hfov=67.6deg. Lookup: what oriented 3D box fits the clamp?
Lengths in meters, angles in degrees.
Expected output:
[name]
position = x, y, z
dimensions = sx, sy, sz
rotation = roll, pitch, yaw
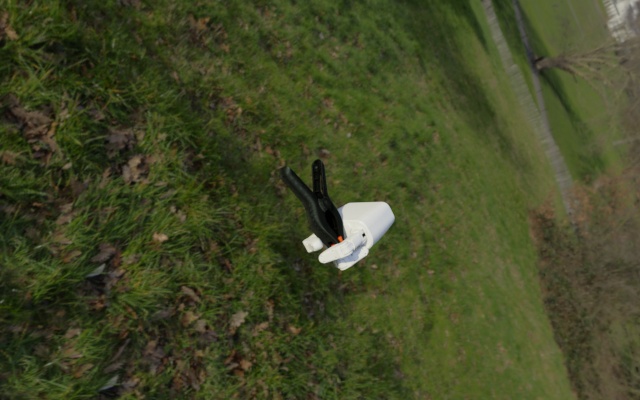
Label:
[clamp]
position = 0.001, 0.003, 0.847
dimensions = 0.039, 0.171, 0.120
rotation = -22, 8, 39
